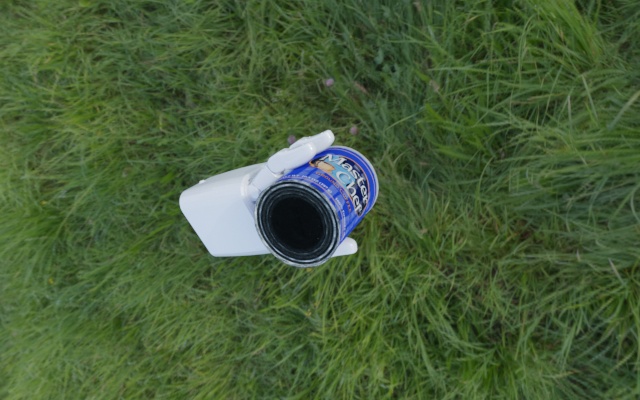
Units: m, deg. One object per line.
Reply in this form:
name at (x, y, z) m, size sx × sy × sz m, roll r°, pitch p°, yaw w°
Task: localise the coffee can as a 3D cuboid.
coffee can at (0.000, 0.002, 0.567) m, size 0.103 × 0.103 × 0.140 m, roll 0°, pitch 20°, yaw 24°
